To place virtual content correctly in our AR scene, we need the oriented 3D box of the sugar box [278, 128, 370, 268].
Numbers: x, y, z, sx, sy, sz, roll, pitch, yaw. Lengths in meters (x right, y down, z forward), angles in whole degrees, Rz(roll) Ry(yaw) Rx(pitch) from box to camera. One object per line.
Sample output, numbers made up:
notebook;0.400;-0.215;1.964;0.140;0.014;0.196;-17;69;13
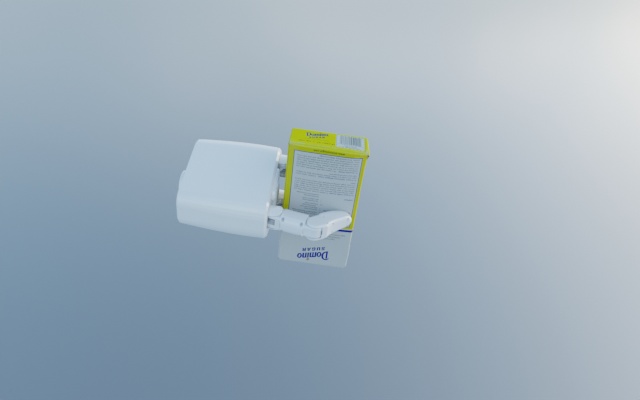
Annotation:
sugar box;0.000;0.002;0.596;0.093;0.176;0.048;8;37;-1
